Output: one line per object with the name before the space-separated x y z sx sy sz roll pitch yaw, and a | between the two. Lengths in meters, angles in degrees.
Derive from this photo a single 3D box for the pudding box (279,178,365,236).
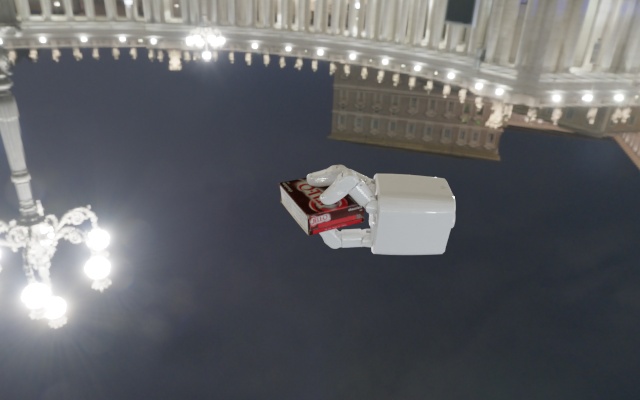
pudding box | 0.000 0.002 0.701 0.090 0.039 0.113 -12 28 -23
